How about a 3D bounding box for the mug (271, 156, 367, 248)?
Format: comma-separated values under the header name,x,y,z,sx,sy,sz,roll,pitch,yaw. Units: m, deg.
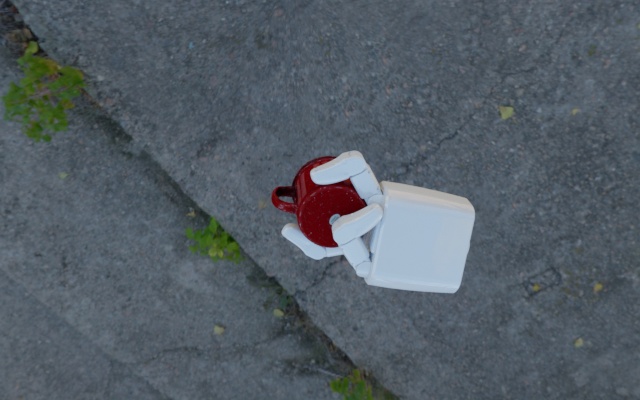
name,x,y,z,sx,sy,sz,roll,pitch,yaw
mug,-0.001,0.002,0.567,0.117,0.093,0.081,8,23,-7
